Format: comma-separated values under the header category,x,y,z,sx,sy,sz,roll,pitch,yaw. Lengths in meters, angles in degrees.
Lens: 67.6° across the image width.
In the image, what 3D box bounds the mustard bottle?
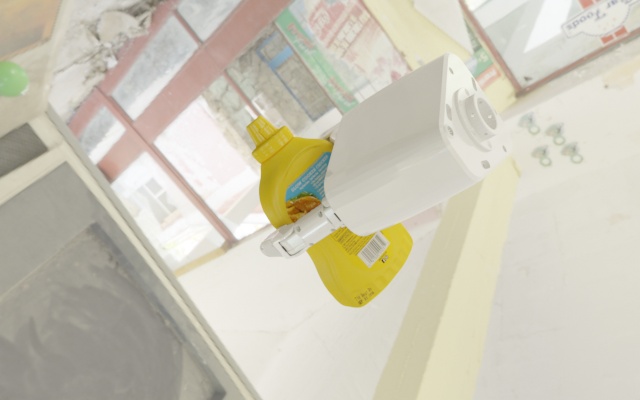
category,x,y,z,sx,sy,sz,roll,pitch,yaw
mustard bottle,0.000,0.002,0.444,0.096,0.192,0.058,-45,15,-23
